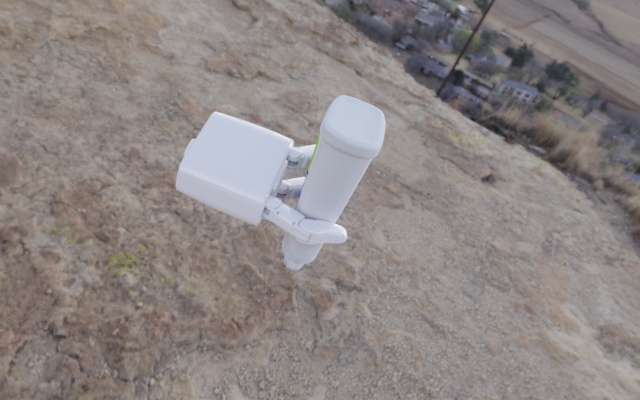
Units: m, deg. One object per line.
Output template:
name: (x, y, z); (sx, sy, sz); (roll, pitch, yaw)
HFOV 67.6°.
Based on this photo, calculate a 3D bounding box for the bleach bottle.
bleach bottle: (0.000, 0.002, 0.588); (0.068, 0.251, 0.102); (22, 38, -2)
